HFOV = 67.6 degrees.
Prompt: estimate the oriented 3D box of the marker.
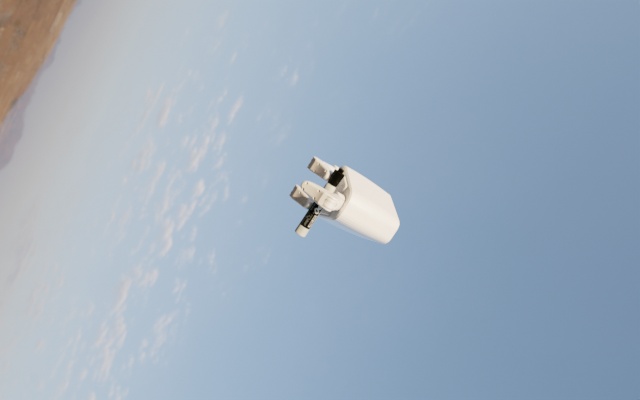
[{"bbox_3d":[0.000,0.002,0.734,0.020,0.121,0.020,32,10,-6],"label":"marker"}]
